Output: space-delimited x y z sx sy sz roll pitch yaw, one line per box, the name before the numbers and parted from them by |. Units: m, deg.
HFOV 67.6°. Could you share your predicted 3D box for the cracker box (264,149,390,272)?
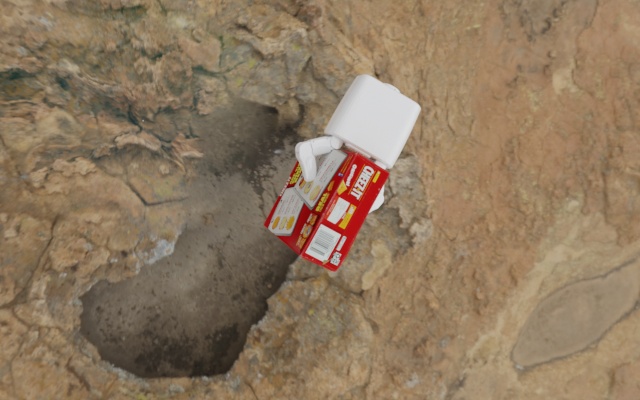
cracker box | 0.000 0.002 0.754 0.072 0.164 0.213 29 -2 -22
